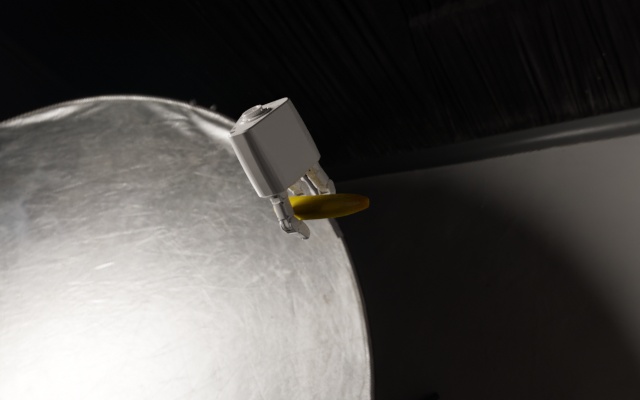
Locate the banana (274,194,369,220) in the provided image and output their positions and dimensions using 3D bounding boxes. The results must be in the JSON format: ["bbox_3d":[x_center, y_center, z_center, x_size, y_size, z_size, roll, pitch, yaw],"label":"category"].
[{"bbox_3d":[-0.016,0.008,0.742,0.069,0.037,0.198,-22,13,-39],"label":"banana"}]
